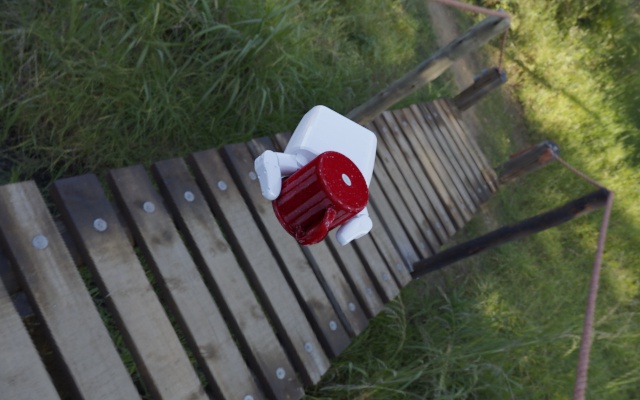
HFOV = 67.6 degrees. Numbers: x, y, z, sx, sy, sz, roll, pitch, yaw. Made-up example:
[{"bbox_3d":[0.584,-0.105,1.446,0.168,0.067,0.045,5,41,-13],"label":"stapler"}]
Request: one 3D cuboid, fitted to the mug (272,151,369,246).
[{"bbox_3d":[0.000,0.003,0.558,0.093,0.117,0.081,39,-49,-21],"label":"mug"}]
